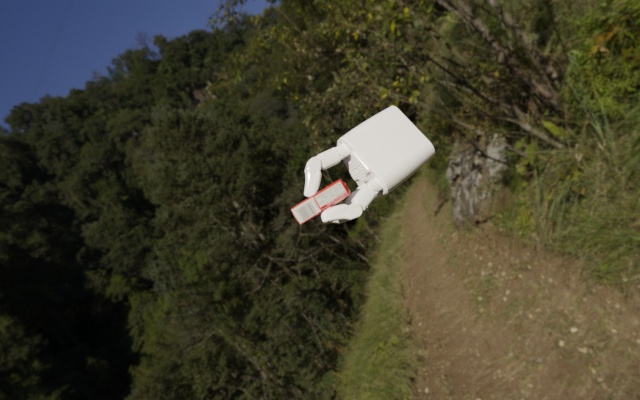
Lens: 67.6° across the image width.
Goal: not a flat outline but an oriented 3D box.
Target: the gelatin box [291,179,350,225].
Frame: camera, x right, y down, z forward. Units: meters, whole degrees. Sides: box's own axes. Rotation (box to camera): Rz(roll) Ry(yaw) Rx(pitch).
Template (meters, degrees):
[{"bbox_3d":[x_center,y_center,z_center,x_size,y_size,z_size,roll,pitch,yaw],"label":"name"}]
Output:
[{"bbox_3d":[0.000,0.002,0.728,0.089,0.030,0.073,-31,1,-2],"label":"gelatin box"}]
